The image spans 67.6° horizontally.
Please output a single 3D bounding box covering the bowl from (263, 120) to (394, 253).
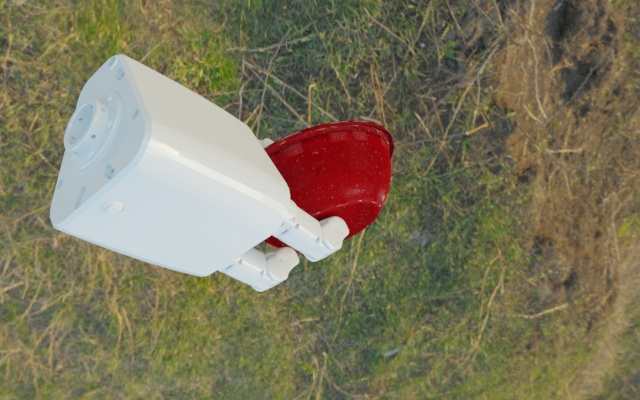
[{"bbox_3d":[0.001,0.002,0.420,0.162,0.055,0.162,-19,-23,-8],"label":"bowl"}]
